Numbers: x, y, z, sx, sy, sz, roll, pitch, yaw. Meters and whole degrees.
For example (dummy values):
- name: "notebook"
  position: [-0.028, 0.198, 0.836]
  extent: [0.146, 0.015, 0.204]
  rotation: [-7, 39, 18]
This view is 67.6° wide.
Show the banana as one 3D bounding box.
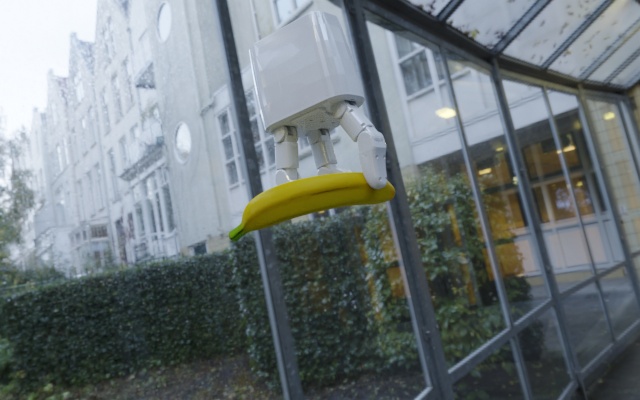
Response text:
- name: "banana"
  position: [0.003, -0.003, 0.496]
  extent: [0.198, 0.037, 0.070]
  rotation: [-12, -14, -22]
